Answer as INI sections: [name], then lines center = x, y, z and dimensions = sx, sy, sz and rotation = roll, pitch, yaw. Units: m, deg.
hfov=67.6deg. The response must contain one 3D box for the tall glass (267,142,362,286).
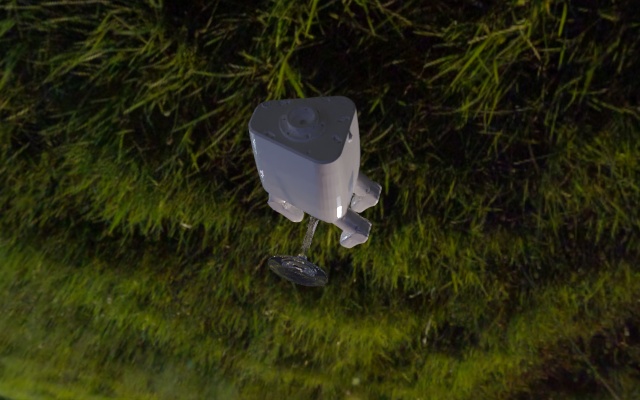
[tall glass]
center = 0.000, 0.003, 0.609
dimensions = 0.079, 0.201, 0.079
rotation = 14, -31, 8
